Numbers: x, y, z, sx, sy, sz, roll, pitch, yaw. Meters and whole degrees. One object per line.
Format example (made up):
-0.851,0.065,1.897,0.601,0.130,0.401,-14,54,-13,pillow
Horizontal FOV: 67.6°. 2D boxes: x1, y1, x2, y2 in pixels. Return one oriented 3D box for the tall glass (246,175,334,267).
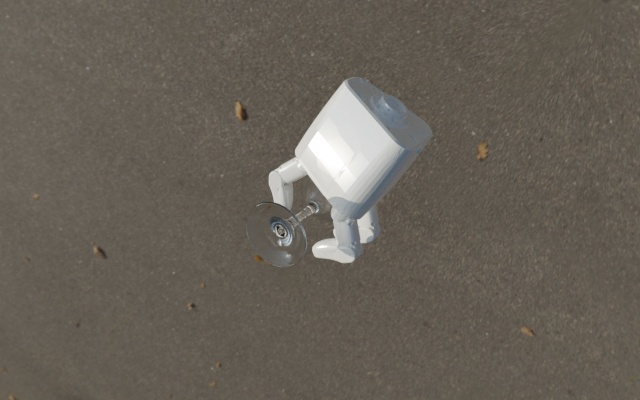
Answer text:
0.000,0.002,0.577,0.079,0.079,0.201,0,20,30,tall glass
